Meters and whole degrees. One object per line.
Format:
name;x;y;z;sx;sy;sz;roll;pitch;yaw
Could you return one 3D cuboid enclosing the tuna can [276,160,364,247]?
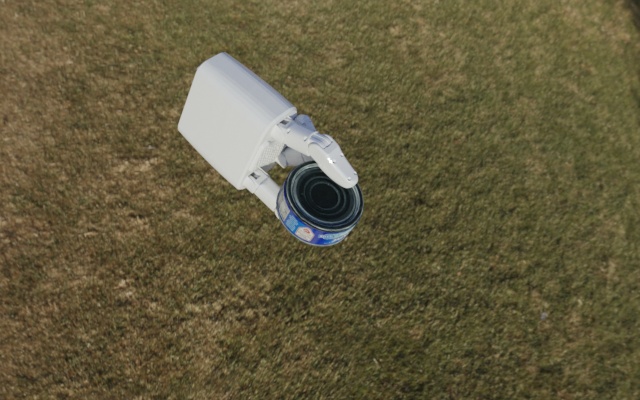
tuna can;0.000;0.001;0.488;0.086;0.086;0.034;0;-30;-23
